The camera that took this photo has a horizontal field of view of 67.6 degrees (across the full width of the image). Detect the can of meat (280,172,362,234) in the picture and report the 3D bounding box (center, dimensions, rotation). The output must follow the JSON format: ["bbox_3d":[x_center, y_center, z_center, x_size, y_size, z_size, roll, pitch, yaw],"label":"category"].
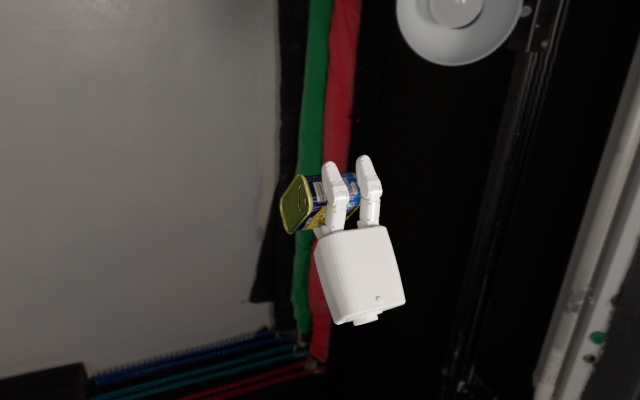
[{"bbox_3d":[0.000,0.002,0.664,0.084,0.057,0.102,-6,-23,-26],"label":"can of meat"}]
